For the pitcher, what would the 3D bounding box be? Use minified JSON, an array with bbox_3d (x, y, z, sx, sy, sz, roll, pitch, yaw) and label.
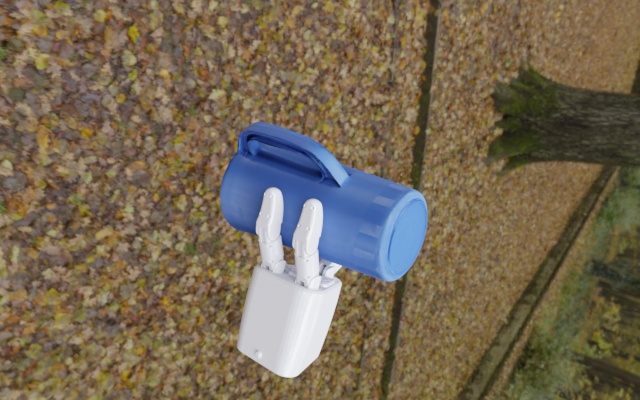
[{"bbox_3d":[0.000,0.002,0.587,0.243,0.145,0.149,18,3,33],"label":"pitcher"}]
